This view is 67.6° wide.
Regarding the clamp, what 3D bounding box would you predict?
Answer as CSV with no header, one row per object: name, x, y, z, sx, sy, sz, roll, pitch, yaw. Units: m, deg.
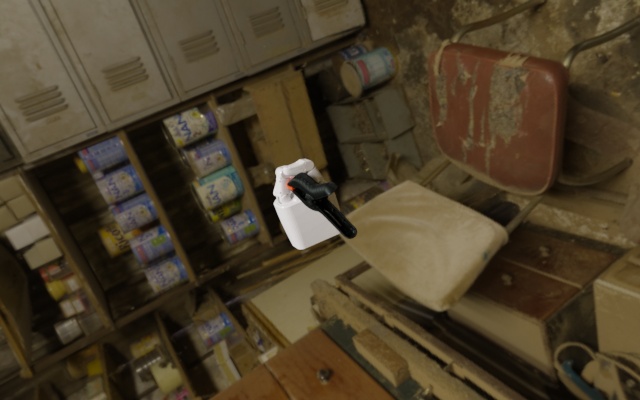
clamp,0.000,0.003,0.847,0.039,0.120,0.171,-32,29,-19
